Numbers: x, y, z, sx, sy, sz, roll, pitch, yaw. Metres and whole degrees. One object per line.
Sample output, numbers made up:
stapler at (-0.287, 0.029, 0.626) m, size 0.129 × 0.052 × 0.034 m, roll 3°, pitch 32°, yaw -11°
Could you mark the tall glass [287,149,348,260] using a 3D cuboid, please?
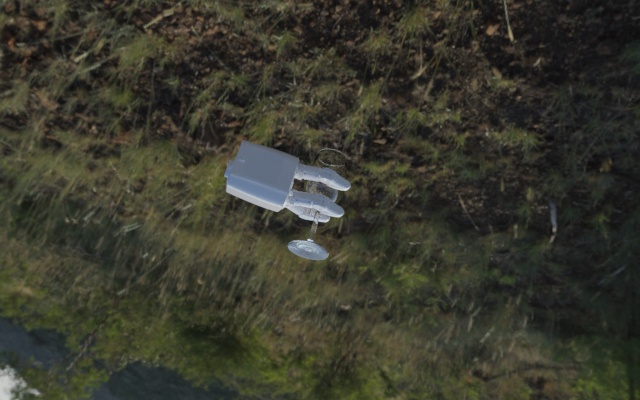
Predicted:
tall glass at (0.000, 0.004, 0.881) m, size 0.079 × 0.201 × 0.079 m, roll 12°, pitch -28°, yaw 6°
